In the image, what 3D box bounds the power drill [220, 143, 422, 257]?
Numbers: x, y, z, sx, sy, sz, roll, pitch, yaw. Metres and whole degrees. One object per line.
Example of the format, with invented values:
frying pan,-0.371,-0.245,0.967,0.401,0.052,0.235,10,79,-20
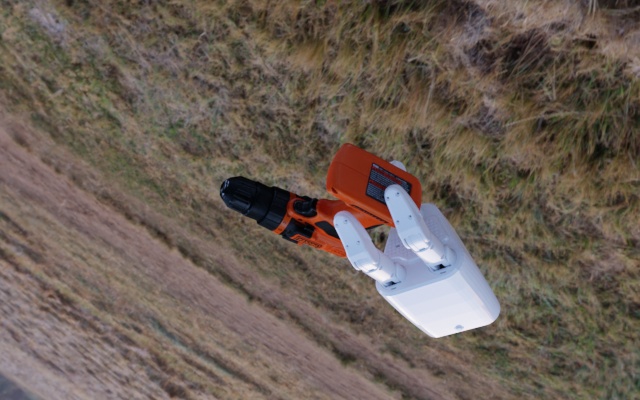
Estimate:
power drill,0.001,0.002,0.514,0.184,0.057,0.188,23,-23,-23
